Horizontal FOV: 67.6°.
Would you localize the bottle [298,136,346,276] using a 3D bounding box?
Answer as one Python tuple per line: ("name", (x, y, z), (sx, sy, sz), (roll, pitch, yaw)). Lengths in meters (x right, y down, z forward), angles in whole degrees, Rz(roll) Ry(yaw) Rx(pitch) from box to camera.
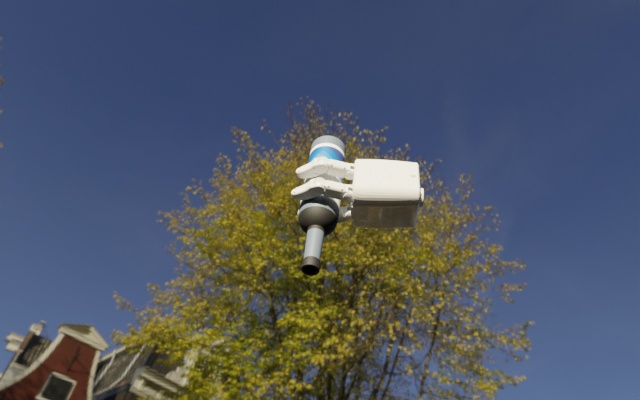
("bottle", (0.000, 0.002, 0.811), (0.069, 0.069, 0.295), (0, 43, 8))
